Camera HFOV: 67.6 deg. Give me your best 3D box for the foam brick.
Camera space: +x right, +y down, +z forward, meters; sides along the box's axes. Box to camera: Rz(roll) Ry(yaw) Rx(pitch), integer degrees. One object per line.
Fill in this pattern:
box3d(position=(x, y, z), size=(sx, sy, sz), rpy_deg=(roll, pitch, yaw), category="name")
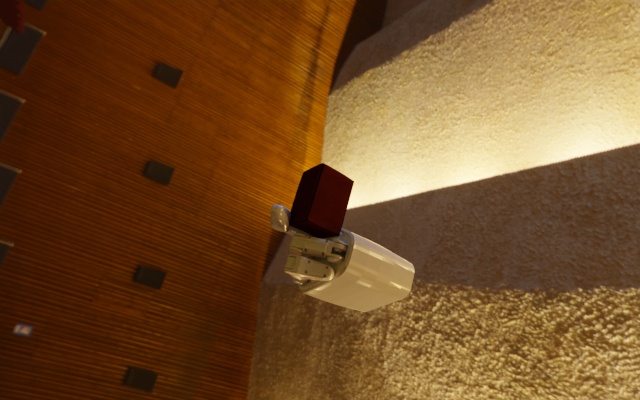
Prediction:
box3d(position=(0.000, 0.002, 0.604), size=(0.051, 0.078, 0.053), rpy_deg=(25, -20, -25), category="foam brick")
